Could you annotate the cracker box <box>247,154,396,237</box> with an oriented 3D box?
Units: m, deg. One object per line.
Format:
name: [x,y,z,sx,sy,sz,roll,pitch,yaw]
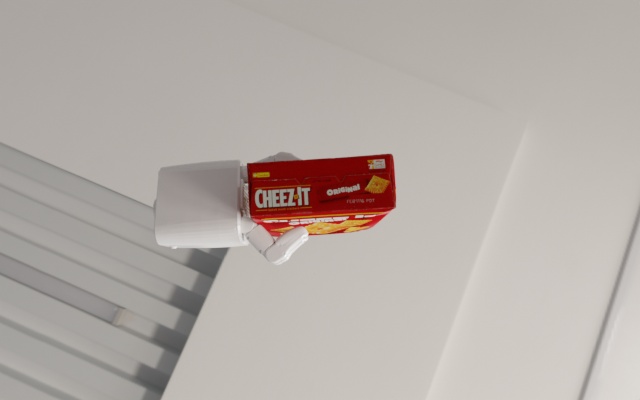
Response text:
cracker box: [0.000,0.002,0.624,0.164,0.072,0.214,-4,-9,-1]
